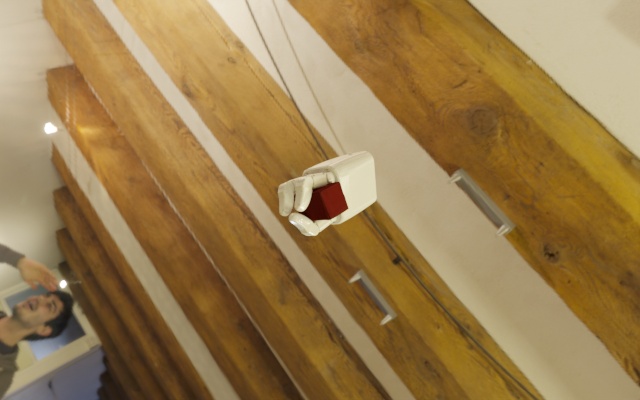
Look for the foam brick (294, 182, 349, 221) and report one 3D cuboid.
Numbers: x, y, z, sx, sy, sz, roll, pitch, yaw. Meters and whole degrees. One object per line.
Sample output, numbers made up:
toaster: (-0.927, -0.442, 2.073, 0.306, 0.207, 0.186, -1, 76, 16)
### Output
foam brick: (0.000, 0.003, 0.828, 0.051, 0.053, 0.078, -27, 14, -38)
